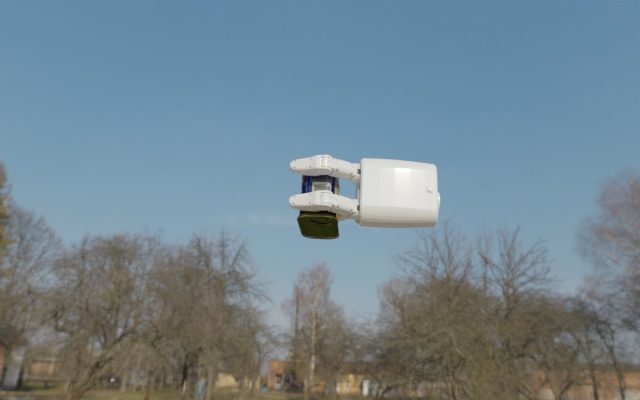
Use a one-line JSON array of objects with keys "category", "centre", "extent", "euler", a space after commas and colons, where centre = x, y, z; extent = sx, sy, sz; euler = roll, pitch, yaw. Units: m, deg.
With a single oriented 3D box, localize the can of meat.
[{"category": "can of meat", "centre": [0.000, 0.002, 0.704], "extent": [0.057, 0.084, 0.102], "euler": [2, -22, 5]}]
